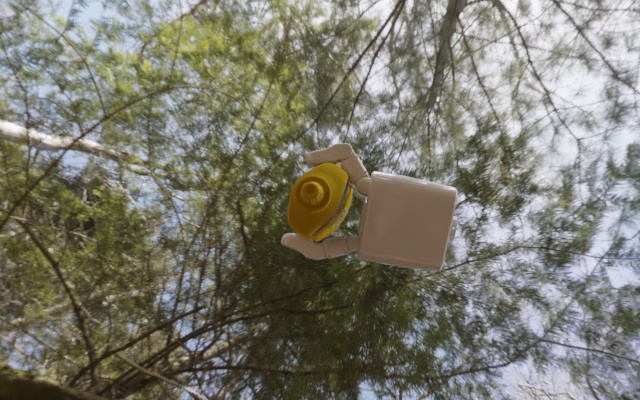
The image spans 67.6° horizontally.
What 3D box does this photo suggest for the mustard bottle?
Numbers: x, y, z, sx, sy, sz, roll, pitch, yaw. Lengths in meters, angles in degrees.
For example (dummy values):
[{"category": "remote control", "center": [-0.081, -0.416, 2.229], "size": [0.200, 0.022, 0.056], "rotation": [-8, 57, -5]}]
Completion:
[{"category": "mustard bottle", "center": [0.000, 0.002, 0.604], "size": [0.058, 0.096, 0.191], "rotation": [35, -2, 9]}]
